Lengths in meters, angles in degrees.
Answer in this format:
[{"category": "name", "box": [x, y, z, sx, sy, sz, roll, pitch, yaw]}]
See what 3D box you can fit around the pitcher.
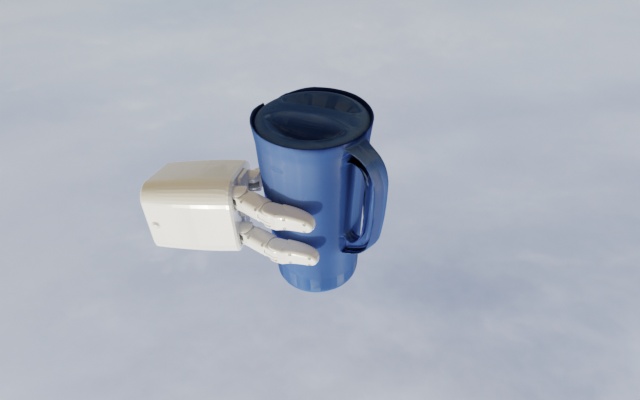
[{"category": "pitcher", "box": [0.000, 0.002, 0.575, 0.145, 0.243, 0.149, 0, 40, 3]}]
